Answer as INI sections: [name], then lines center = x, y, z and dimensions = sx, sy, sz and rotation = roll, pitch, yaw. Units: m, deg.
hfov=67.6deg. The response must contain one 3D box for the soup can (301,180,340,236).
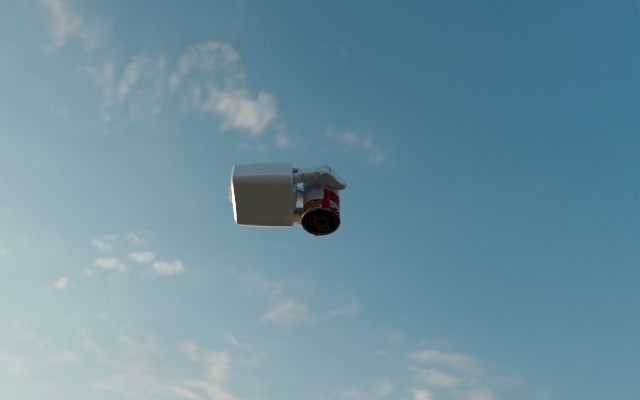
[soup can]
center = 0.001, 0.002, 0.854
dimensions = 0.068, 0.069, 0.102
rotation = 0, 44, 0
